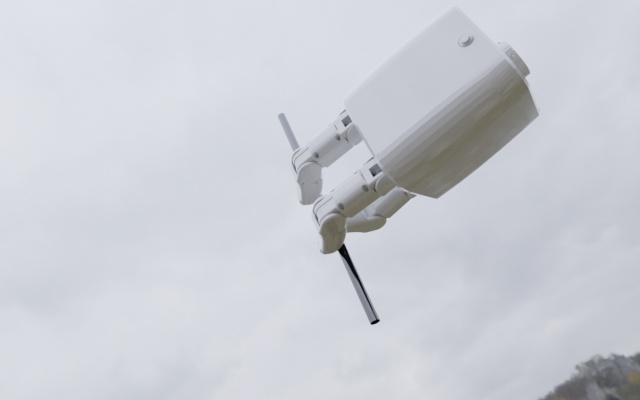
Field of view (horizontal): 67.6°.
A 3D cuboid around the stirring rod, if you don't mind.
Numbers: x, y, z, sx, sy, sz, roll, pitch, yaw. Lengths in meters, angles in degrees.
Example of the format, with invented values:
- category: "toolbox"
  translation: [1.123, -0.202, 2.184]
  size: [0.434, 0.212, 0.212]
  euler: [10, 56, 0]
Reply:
- category: "stirring rod"
  translation: [0.000, 0.001, 0.423]
  size: [0.011, 0.239, 0.011]
  euler: [-16, -37, -12]
